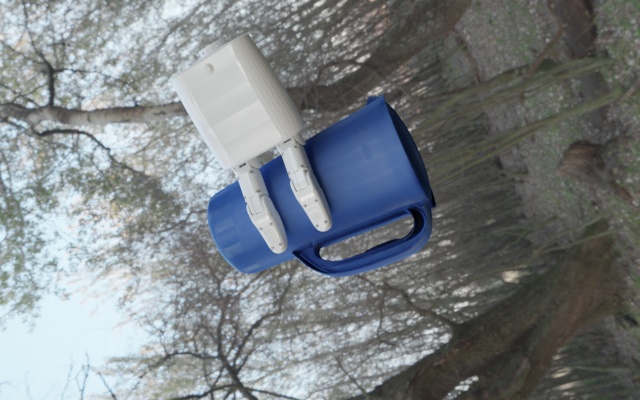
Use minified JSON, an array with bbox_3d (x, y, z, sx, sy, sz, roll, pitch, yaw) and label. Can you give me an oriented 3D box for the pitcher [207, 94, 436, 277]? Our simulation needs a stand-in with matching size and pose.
[{"bbox_3d":[0.000,0.002,0.538,0.243,0.145,0.149,-25,19,16],"label":"pitcher"}]
